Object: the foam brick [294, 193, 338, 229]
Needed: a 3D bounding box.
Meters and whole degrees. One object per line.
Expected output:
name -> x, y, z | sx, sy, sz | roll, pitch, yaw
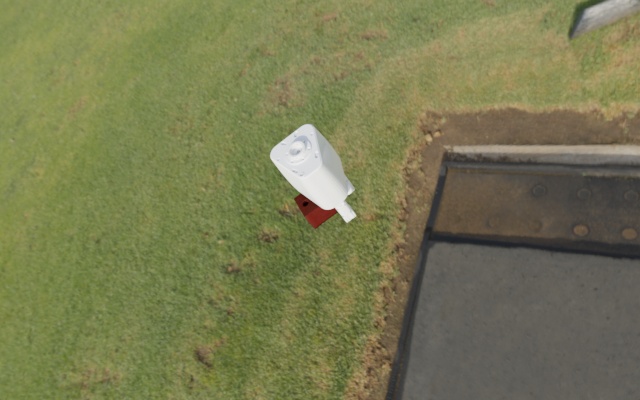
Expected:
foam brick -> 0.000, 0.003, 0.890 | 0.078, 0.053, 0.051 | -37, -38, 5
